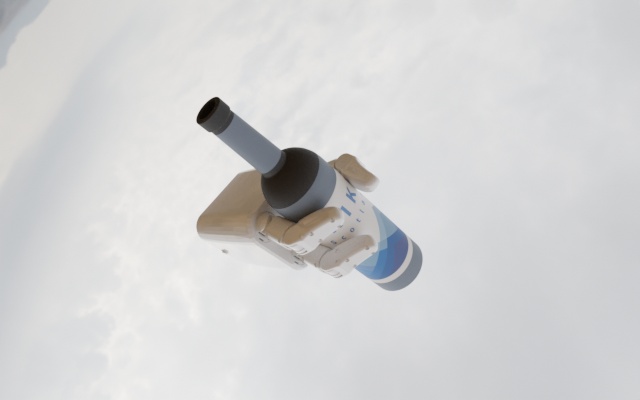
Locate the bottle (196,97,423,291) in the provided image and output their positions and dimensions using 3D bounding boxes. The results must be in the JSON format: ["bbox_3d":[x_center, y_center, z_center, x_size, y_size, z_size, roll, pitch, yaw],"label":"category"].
[{"bbox_3d":[0.000,0.002,0.470,0.069,0.069,0.296,0,-30,45],"label":"bottle"}]
